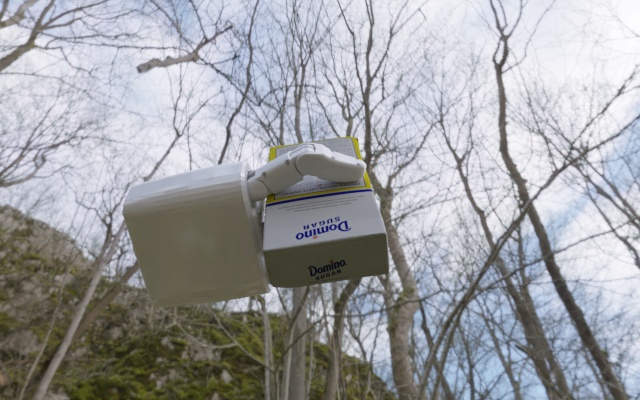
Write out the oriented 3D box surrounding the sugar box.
[{"bbox_3d":[0.000,0.002,0.424,0.093,0.048,0.176,-8,34,2],"label":"sugar box"}]
